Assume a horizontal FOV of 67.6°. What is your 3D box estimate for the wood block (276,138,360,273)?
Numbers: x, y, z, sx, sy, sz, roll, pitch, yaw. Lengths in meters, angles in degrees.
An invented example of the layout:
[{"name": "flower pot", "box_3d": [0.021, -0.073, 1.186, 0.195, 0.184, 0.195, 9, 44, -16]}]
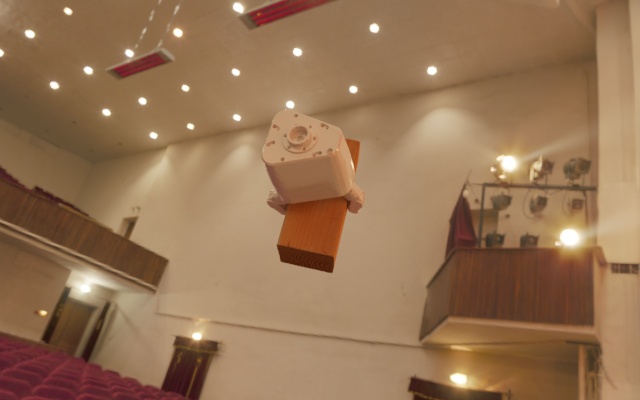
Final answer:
[{"name": "wood block", "box_3d": [0.000, 0.002, 0.788, 0.091, 0.206, 0.090, 12, -24, 6]}]
